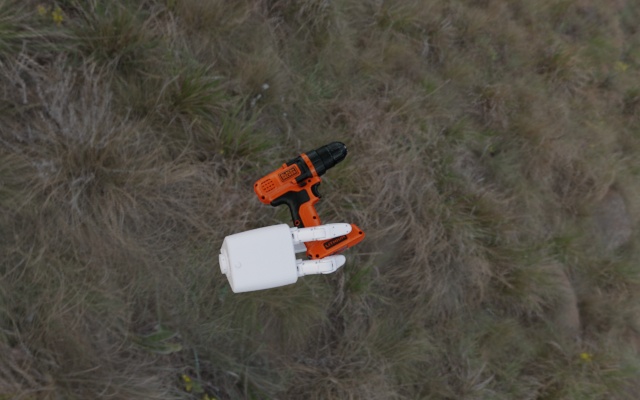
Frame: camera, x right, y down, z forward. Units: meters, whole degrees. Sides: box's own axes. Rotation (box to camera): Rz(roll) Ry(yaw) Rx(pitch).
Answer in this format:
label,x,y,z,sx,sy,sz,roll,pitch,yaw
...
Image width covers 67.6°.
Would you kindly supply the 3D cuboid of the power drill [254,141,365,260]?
label,x,y,z,sx,sy,sz,roll,pitch,yaw
power drill,0.000,0.003,0.847,0.184,0.187,0.057,-29,-15,-5
